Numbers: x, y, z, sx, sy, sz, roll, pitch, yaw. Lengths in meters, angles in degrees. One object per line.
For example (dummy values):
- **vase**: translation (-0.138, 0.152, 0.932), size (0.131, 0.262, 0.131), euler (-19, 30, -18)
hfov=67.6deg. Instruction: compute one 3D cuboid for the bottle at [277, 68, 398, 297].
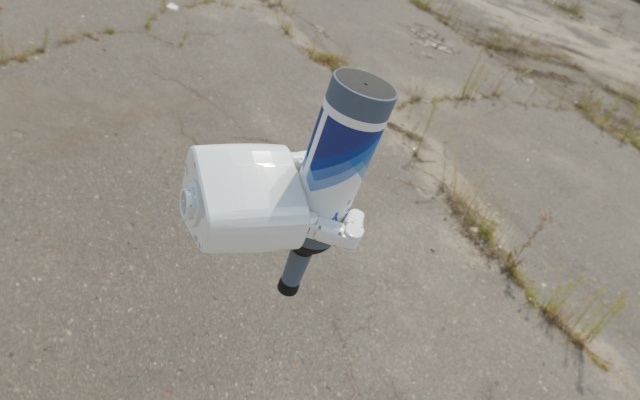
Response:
- **bottle**: translation (0.000, 0.002, 0.538), size (0.069, 0.296, 0.069), euler (14, 35, -10)
